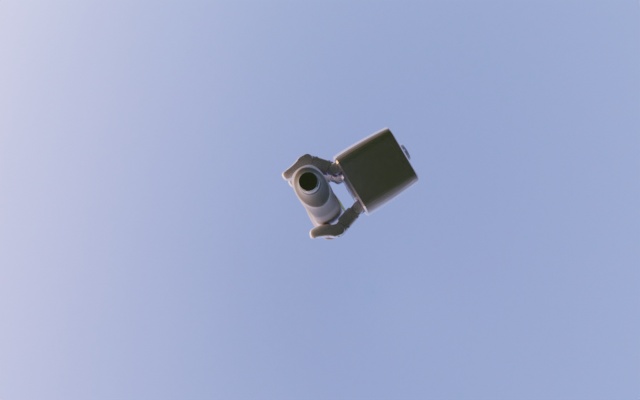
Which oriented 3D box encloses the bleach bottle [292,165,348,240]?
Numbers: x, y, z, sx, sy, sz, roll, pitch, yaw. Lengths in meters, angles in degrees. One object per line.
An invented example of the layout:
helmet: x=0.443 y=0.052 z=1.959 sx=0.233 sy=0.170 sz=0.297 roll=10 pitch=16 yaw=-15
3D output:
bleach bottle: x=0.000 y=0.003 z=0.813 sx=0.068 sy=0.102 sz=0.251 roll=-32 pitch=-12 yaw=0
